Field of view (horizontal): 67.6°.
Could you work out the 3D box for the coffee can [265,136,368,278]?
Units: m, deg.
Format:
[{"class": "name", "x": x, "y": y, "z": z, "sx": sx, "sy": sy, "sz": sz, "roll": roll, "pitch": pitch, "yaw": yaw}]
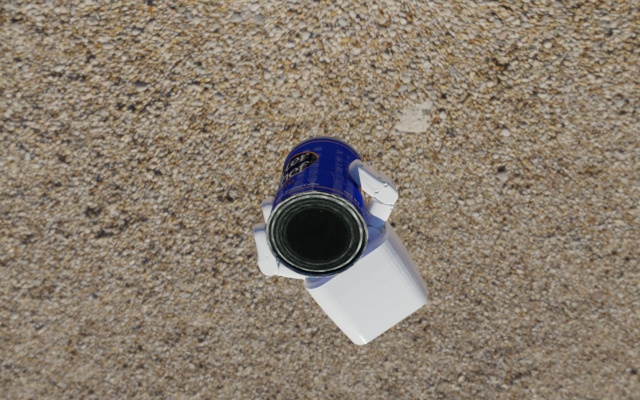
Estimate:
[{"class": "coffee can", "x": 0.000, "y": 0.001, "z": 0.531, "sx": 0.103, "sy": 0.103, "sz": 0.140, "roll": 0, "pitch": 29, "yaw": 4}]
